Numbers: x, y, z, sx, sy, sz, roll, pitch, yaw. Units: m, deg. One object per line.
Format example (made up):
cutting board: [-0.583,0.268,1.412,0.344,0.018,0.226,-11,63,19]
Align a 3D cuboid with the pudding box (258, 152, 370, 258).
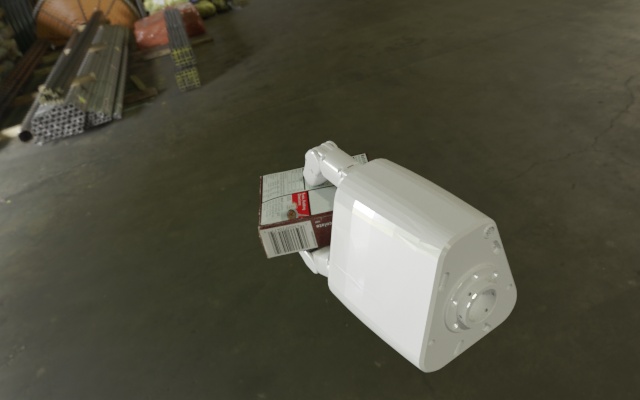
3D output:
pudding box: [0.000,0.001,0.445,0.113,0.039,0.090,-11,33,2]
